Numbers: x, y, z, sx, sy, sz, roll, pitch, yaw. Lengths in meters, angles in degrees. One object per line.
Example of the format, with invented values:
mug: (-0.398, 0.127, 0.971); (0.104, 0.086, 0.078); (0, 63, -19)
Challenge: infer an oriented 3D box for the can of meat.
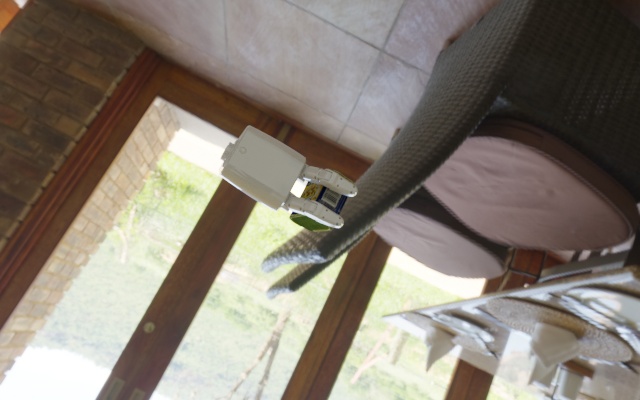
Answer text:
can of meat: (0.000, 0.003, 0.781); (0.057, 0.084, 0.102); (33, -18, -19)
